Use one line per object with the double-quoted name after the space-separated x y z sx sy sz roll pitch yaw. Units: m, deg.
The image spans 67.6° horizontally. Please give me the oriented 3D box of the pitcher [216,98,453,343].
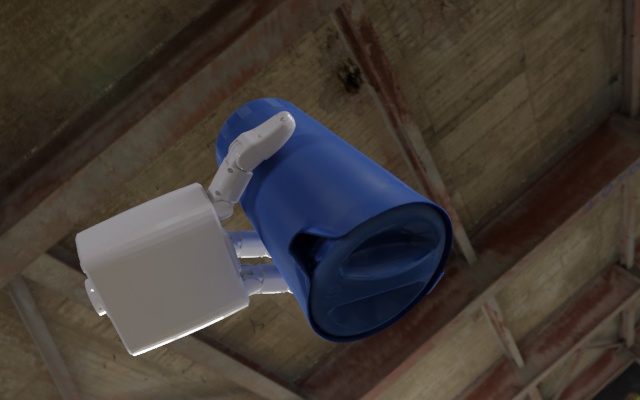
0.000 0.001 0.445 0.145 0.149 0.242 -25 43 -17 "pitcher"
